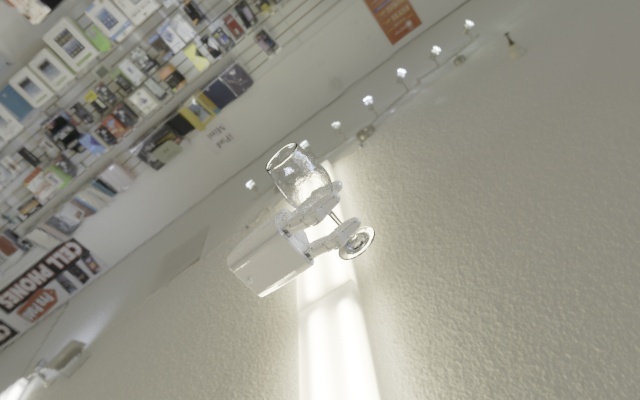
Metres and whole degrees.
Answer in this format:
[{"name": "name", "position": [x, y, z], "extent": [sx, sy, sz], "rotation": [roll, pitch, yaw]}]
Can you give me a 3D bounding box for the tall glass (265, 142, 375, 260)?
[{"name": "tall glass", "position": [0.001, 0.003, 0.756], "extent": [0.201, 0.079, 0.079], "rotation": [49, -25, -23]}]
